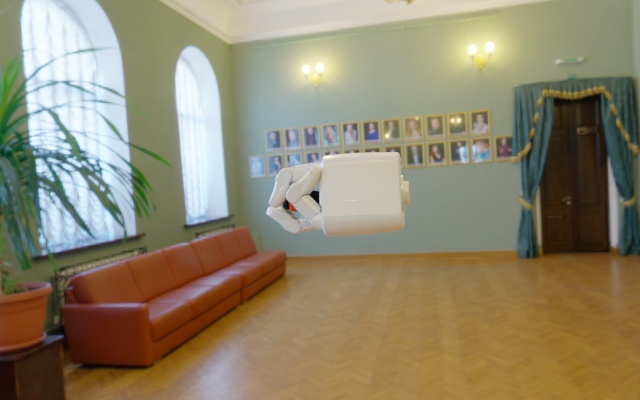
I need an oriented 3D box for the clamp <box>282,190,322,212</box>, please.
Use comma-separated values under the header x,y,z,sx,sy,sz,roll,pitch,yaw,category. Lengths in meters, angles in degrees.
x,y,z,sx,sy,sz,roll,pitch,yaw,category
0.000,0.002,0.755,0.120,0.039,0.171,-4,2,11,clamp
